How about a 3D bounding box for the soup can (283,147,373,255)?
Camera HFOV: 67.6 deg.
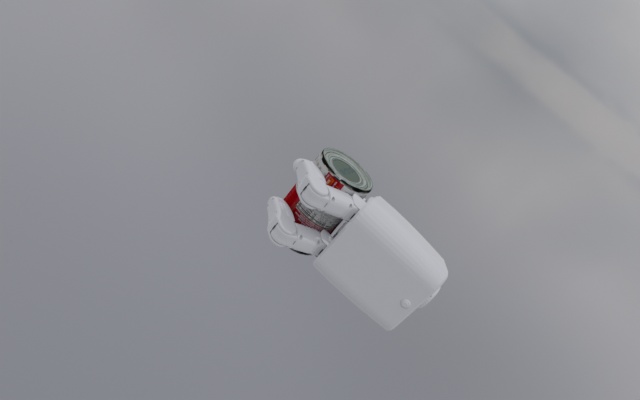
[{"bbox_3d":[0.000,0.001,0.518,0.068,0.068,0.102,0,-43,-52],"label":"soup can"}]
